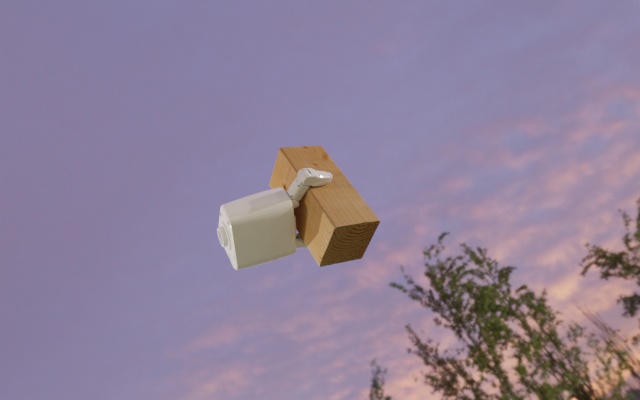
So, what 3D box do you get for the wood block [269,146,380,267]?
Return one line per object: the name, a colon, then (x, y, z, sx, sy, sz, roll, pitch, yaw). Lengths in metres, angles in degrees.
wood block: (0.000, 0.002, 0.819, 0.090, 0.091, 0.206, -7, 44, -32)
